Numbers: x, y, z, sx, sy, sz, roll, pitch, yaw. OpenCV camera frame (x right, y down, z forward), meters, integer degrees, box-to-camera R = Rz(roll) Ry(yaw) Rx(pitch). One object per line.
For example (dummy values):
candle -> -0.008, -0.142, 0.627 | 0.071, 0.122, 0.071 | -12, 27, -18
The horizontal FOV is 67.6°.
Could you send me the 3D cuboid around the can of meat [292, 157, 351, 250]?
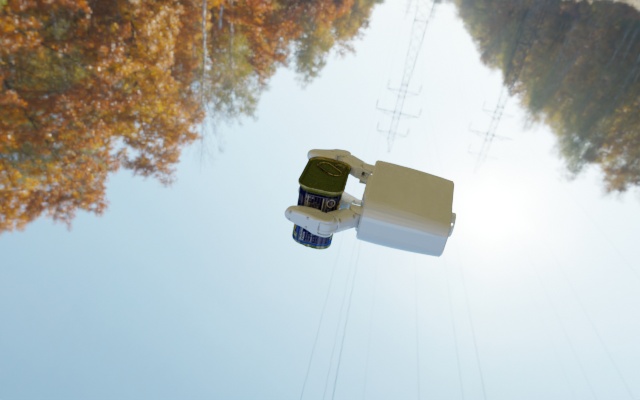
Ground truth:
can of meat -> 0.000, 0.002, 0.615 | 0.057, 0.084, 0.102 | 13, 27, 4
